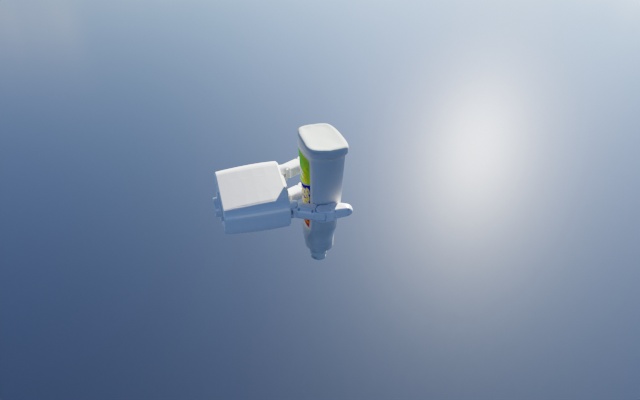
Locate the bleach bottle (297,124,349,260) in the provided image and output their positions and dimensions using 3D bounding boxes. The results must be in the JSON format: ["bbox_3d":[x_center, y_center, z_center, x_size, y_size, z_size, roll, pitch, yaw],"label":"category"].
[{"bbox_3d":[0.000,0.003,0.814,0.068,0.251,0.102,-10,35,-15],"label":"bleach bottle"}]
